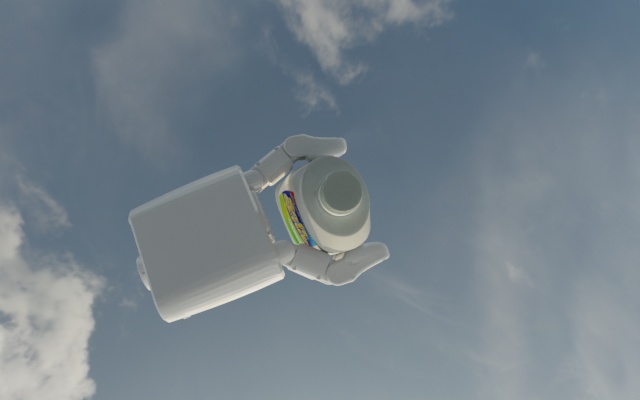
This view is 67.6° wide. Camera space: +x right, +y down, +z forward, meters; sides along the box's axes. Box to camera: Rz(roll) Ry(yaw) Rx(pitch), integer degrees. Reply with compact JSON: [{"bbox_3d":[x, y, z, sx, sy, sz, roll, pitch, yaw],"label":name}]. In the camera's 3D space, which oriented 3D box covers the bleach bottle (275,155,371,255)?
[{"bbox_3d":[0.000,0.002,0.455,0.068,0.102,0.251,-21,-5,-8],"label":"bleach bottle"}]
